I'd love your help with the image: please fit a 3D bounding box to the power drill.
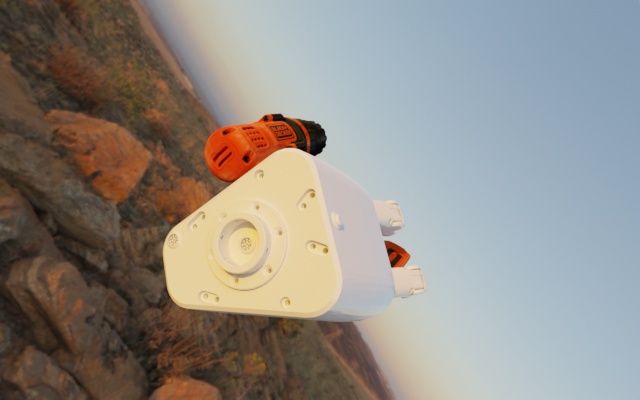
[{"bbox_3d":[0.000,0.002,0.442,0.057,0.187,0.184,-43,-7,27],"label":"power drill"}]
